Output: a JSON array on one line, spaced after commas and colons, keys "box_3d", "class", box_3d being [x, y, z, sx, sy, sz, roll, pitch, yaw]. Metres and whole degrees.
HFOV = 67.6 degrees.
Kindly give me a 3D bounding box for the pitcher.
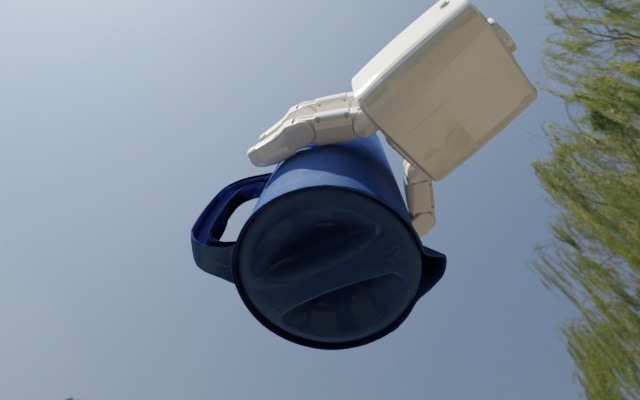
[{"box_3d": [0.000, 0.001, 0.428, 0.145, 0.149, 0.242, -42, 17, 19], "class": "pitcher"}]
